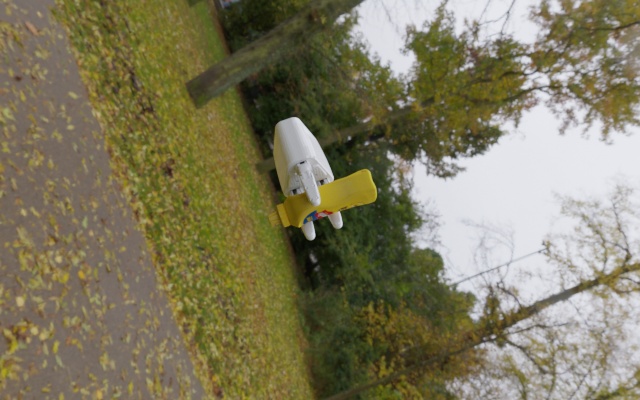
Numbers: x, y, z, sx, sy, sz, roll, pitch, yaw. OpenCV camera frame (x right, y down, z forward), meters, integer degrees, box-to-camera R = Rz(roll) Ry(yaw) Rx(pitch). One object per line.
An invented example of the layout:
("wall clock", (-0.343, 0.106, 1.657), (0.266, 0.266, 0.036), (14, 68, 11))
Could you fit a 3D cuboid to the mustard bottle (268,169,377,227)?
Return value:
("mustard bottle", (0.000, 0.003, 0.840), (0.191, 0.058, 0.096), (-19, -9, -2))
